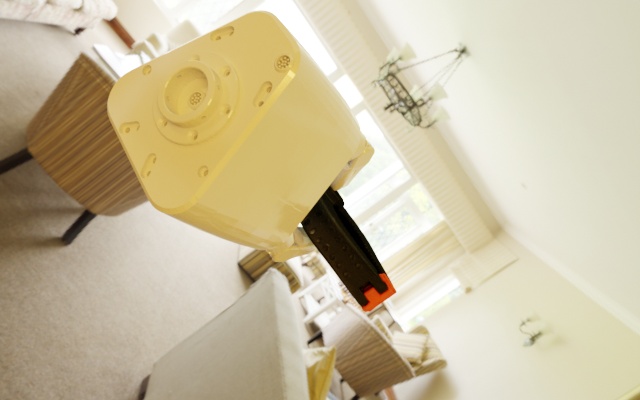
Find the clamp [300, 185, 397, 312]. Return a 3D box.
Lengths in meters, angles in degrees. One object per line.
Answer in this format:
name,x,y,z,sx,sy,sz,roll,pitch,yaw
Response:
clamp,0.001,0.001,0.420,0.036,0.210,0.164,-38,-22,10
